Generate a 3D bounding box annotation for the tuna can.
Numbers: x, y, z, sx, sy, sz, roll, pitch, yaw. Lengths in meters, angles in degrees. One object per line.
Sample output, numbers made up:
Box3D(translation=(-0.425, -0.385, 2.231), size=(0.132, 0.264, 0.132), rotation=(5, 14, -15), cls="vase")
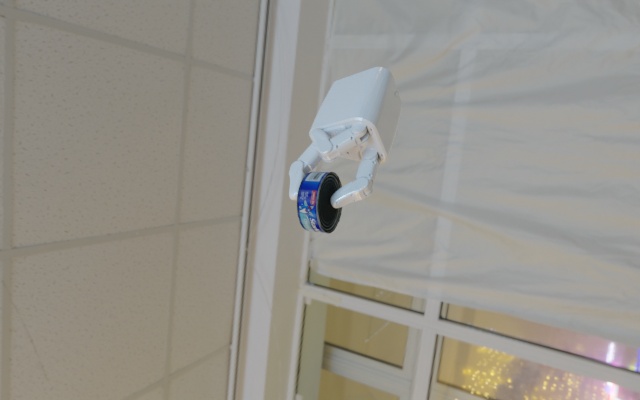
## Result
Box3D(translation=(0.000, 0.002, 0.668), size=(0.034, 0.086, 0.086), rotation=(4, 2, 25), cls="tuna can")
